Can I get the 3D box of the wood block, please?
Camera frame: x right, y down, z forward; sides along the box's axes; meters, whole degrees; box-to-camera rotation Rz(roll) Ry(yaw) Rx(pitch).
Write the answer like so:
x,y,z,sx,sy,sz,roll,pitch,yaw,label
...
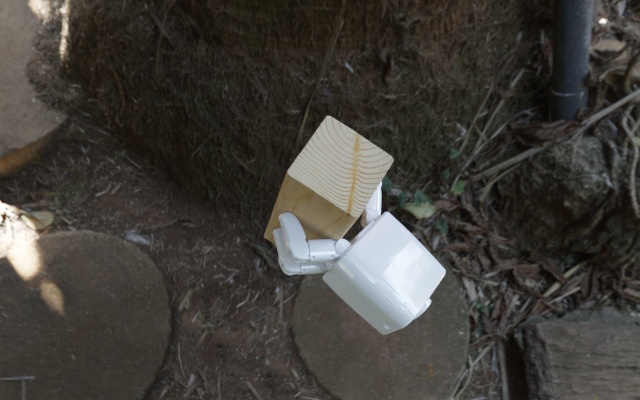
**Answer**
x,y,z,sx,sy,sz,roll,pitch,yaw,label
0.001,0.002,0.593,0.090,0.090,0.206,33,-26,1,wood block
